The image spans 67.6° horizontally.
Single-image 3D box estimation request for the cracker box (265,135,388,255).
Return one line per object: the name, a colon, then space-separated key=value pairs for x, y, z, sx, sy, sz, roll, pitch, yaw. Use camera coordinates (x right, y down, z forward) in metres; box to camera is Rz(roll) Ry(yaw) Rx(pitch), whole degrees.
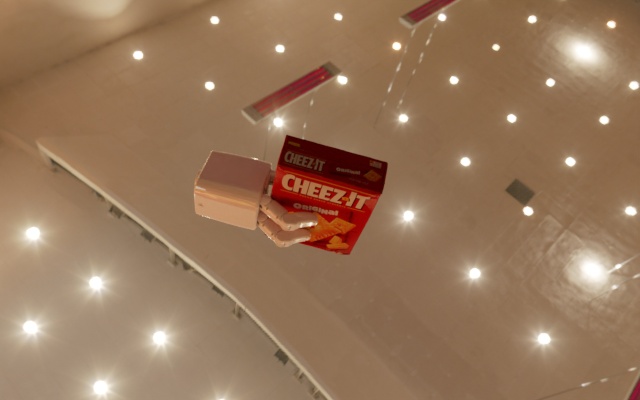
cracker box: x=0.000 y=0.003 z=0.797 sx=0.164 sy=0.072 sz=0.214 roll=15 pitch=-34 yaw=-3
